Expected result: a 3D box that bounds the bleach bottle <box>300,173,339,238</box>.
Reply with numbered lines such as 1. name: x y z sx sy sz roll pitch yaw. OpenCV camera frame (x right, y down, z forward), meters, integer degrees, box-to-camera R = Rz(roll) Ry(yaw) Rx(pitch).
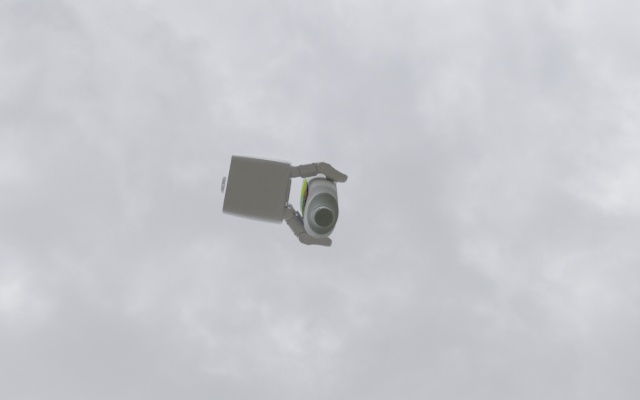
1. bleach bottle: 0.000 0.003 0.827 0.068 0.102 0.251 9 6 -4
